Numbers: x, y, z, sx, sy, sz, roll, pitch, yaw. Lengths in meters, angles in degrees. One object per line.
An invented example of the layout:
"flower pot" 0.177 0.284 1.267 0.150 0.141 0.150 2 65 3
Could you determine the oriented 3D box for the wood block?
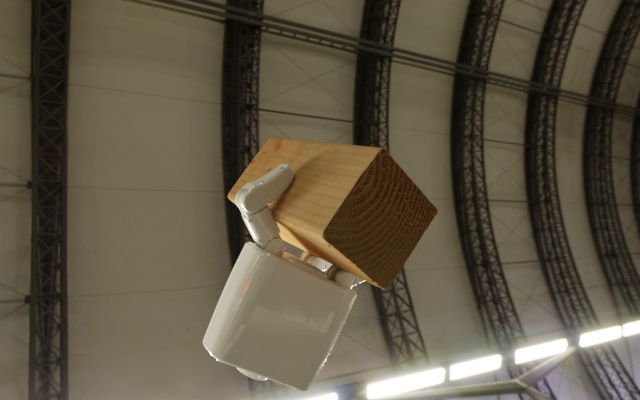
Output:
"wood block" 0.000 0.002 0.479 0.091 0.090 0.206 42 -14 -30
